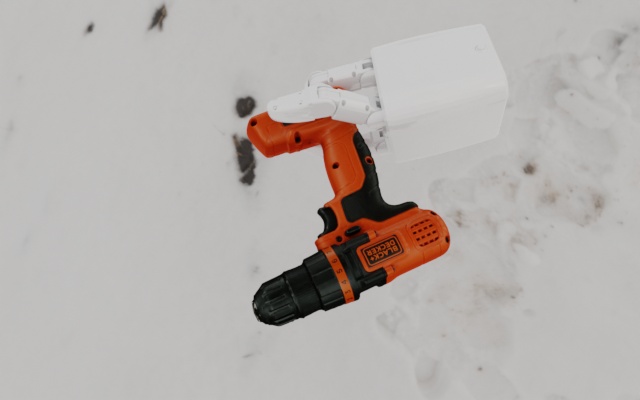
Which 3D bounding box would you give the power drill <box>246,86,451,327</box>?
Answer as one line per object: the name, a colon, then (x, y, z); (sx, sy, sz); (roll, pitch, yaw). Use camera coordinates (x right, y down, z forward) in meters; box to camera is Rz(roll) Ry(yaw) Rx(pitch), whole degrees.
power drill: (0.000, 0.001, 0.437); (0.184, 0.187, 0.057); (-22, -14, -10)
